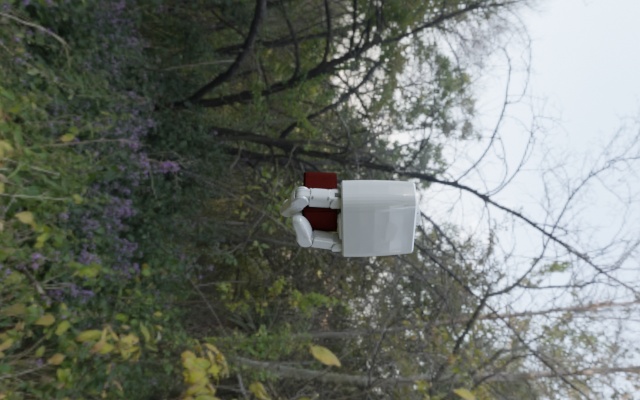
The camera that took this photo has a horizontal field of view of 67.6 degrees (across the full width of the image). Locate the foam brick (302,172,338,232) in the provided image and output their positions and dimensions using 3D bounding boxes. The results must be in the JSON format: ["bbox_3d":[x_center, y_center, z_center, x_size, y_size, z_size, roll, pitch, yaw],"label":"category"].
[{"bbox_3d":[0.000,0.002,0.722,0.051,0.078,0.053,-1,-38,2],"label":"foam brick"}]
